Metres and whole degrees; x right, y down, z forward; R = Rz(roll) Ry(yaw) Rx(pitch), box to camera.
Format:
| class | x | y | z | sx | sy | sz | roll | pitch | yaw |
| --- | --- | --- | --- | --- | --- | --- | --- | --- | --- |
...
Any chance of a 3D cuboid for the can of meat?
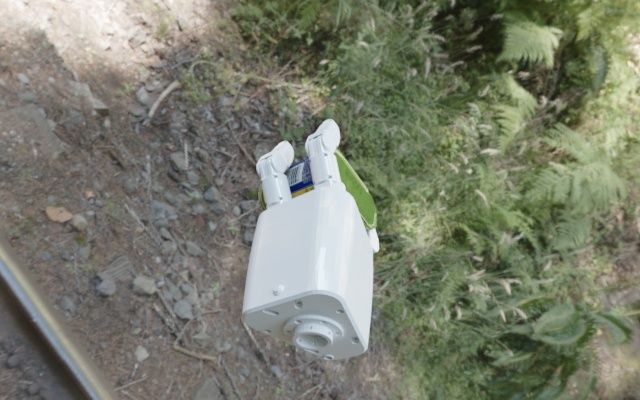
| class | x | y | z | sx | sy | sz | roll | pitch | yaw |
| --- | --- | --- | --- | --- | --- | --- | --- | --- | --- |
| can of meat | 0.000 | 0.002 | 0.503 | 0.084 | 0.057 | 0.102 | -22 | -53 | 27 |
